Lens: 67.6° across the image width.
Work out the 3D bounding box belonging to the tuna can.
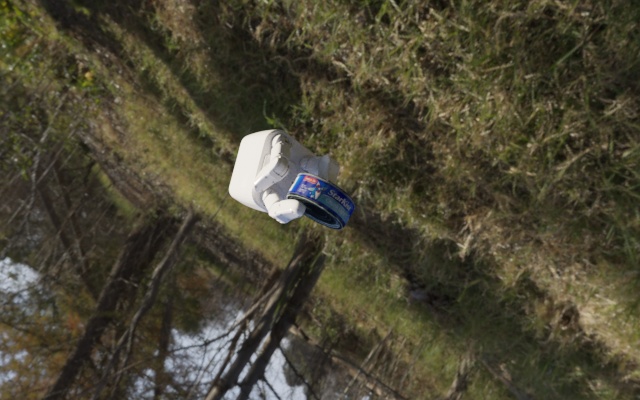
[{"bbox_3d":[0.000,0.002,0.611,0.086,0.033,0.086,28,-16,9],"label":"tuna can"}]
